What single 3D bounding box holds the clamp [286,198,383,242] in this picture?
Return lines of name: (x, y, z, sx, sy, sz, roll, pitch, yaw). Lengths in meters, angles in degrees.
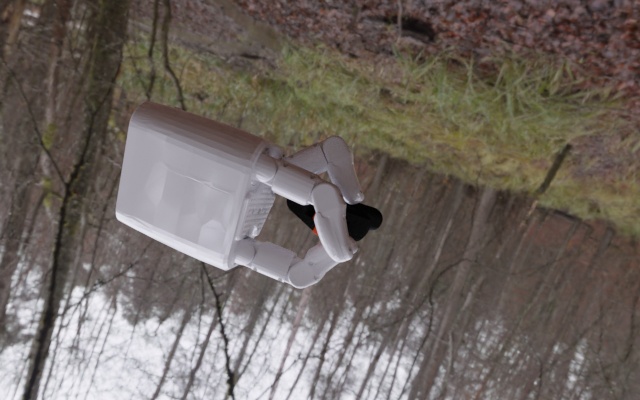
clamp: (0.000, 0.002, 0.455, 0.120, 0.039, 0.171, 21, 4, 9)
